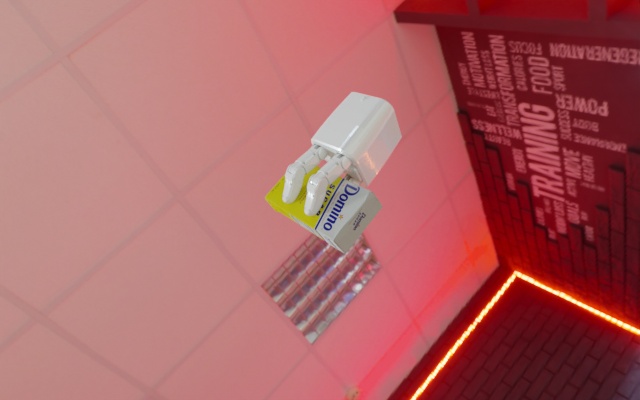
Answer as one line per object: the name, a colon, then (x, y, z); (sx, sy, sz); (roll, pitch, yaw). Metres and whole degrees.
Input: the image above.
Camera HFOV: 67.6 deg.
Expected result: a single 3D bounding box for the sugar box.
sugar box: (0.000, 0.002, 0.734); (0.176, 0.093, 0.048); (26, -17, 46)
